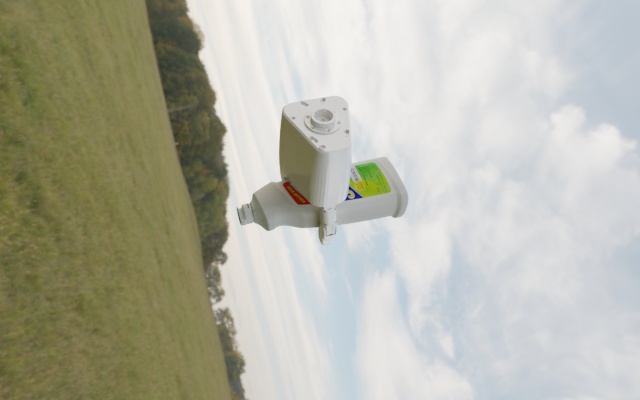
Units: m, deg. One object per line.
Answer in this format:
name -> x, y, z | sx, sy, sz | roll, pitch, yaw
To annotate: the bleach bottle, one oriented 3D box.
bleach bottle -> 0.000, 0.002, 0.732 | 0.251, 0.102, 0.068 | -13, -35, -15
